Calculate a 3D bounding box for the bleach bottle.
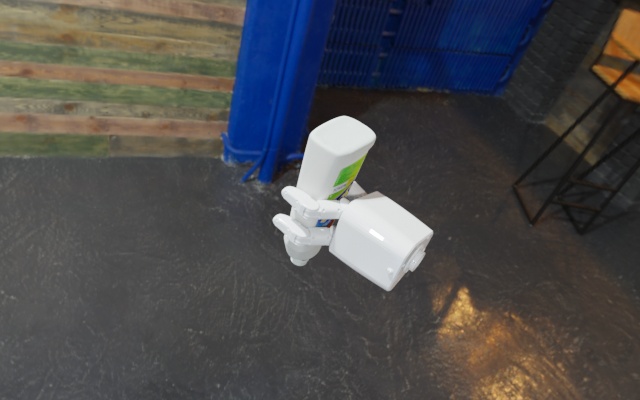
[{"bbox_3d":[0.000,0.002,0.719,0.068,0.251,0.102,36,42,20],"label":"bleach bottle"}]
